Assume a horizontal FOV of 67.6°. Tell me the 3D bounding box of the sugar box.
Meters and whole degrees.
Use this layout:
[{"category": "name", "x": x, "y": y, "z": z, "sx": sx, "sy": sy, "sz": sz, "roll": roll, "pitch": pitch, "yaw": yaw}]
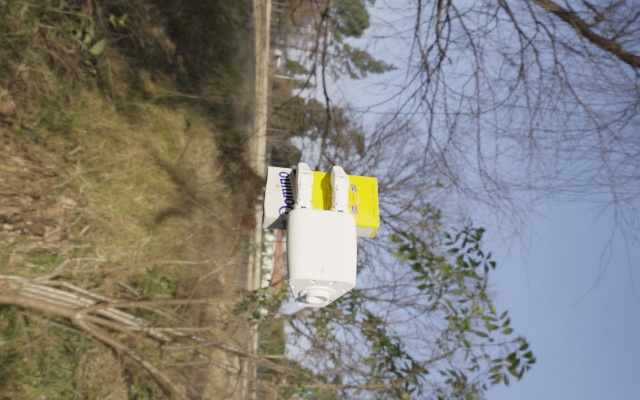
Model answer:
[{"category": "sugar box", "x": 0.000, "y": 0.002, "z": 0.745, "sx": 0.176, "sy": 0.093, "sz": 0.048, "roll": 6, "pitch": -32, "yaw": -10}]
